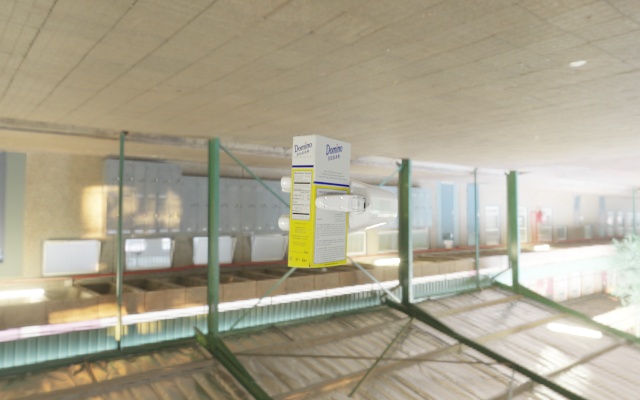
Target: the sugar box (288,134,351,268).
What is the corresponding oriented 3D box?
[{"bbox_3d":[0.000,0.002,0.662,0.048,0.176,0.093,-1,-3,34],"label":"sugar box"}]
